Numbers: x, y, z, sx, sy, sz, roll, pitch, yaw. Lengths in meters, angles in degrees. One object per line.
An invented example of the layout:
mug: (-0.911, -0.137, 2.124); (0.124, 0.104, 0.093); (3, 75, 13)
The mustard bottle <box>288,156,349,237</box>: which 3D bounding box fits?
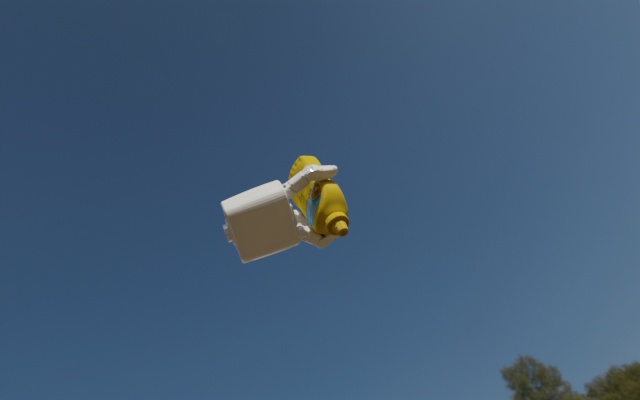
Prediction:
mustard bottle: (0.000, 0.003, 0.848); (0.058, 0.096, 0.191); (1, 31, -27)
